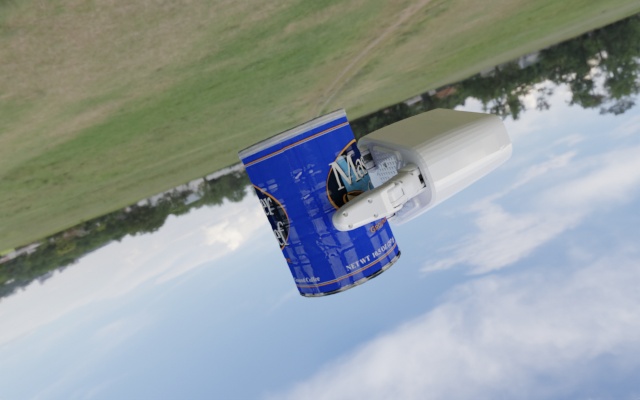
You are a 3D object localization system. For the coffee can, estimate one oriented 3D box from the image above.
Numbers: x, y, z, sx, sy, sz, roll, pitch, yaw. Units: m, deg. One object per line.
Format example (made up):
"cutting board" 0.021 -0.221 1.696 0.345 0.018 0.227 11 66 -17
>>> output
"coffee can" 0.000 0.001 0.434 0.103 0.140 0.103 -22 7 3
